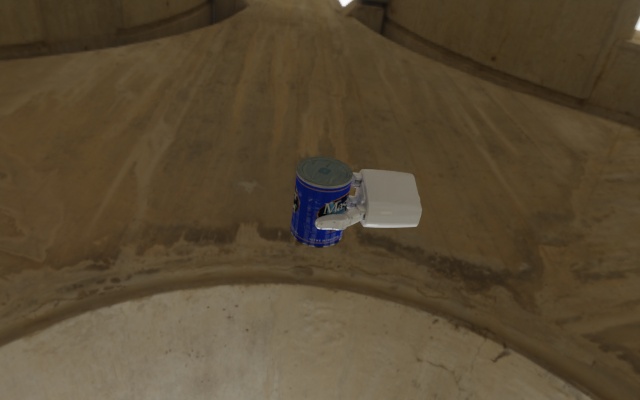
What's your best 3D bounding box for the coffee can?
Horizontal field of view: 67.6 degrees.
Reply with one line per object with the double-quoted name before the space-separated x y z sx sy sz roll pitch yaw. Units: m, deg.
"coffee can" 0.000 0.003 0.896 0.103 0.140 0.102 6 34 -4
